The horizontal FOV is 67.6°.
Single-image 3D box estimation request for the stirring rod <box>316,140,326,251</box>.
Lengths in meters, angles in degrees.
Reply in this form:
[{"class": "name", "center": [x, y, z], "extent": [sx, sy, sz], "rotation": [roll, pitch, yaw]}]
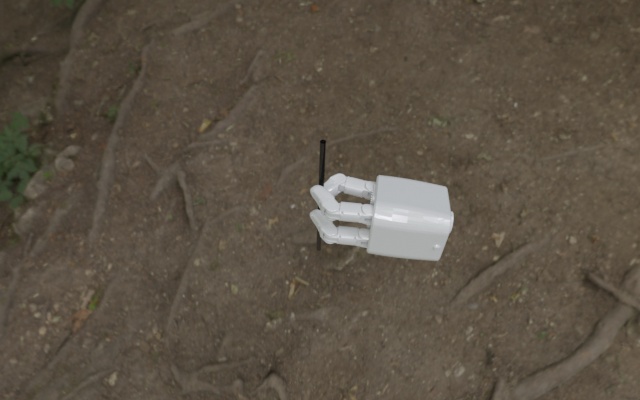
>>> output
[{"class": "stirring rod", "center": [0.000, 0.002, 0.713], "extent": [0.011, 0.011, 0.240], "rotation": [0, -41, -2]}]
